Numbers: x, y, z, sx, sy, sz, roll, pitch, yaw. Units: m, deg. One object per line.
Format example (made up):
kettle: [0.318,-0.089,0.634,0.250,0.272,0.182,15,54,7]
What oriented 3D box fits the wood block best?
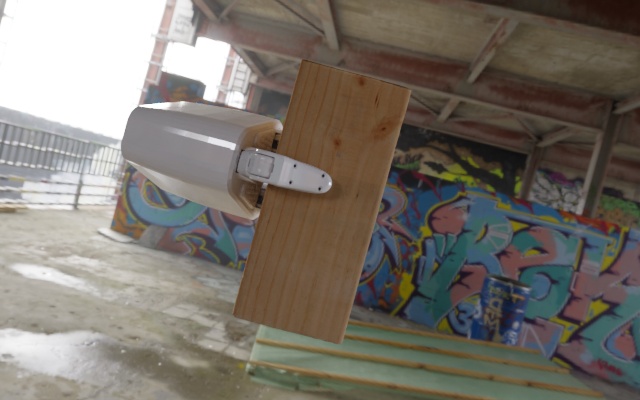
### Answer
wood block: [0.000,0.001,0.410,0.090,0.206,0.091,15,1,-1]
